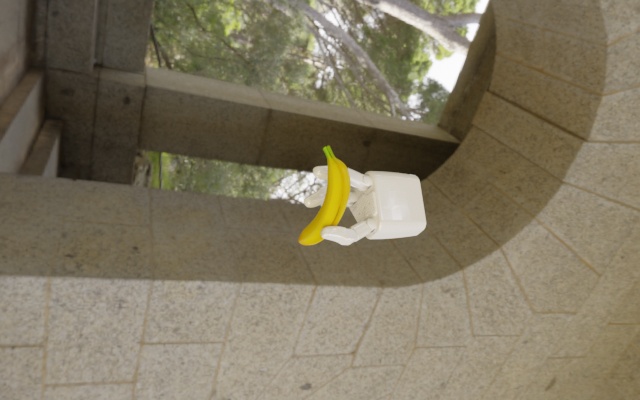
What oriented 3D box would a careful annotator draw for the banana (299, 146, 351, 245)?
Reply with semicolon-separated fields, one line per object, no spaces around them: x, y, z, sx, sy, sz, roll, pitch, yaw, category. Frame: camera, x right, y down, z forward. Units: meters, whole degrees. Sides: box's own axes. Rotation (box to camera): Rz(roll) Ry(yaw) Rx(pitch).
0.010;0.010;0.791;0.037;0.198;0.069;-6;38;-34;banana
